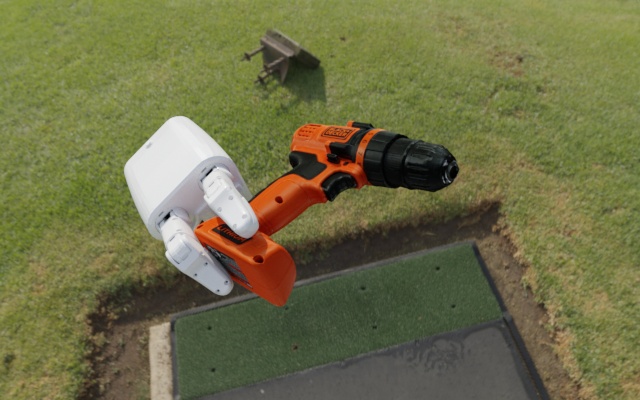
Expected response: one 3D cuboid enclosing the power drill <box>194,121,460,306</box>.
[{"bbox_3d":[0.000,0.002,0.414,0.184,0.057,0.187,15,49,46],"label":"power drill"}]
